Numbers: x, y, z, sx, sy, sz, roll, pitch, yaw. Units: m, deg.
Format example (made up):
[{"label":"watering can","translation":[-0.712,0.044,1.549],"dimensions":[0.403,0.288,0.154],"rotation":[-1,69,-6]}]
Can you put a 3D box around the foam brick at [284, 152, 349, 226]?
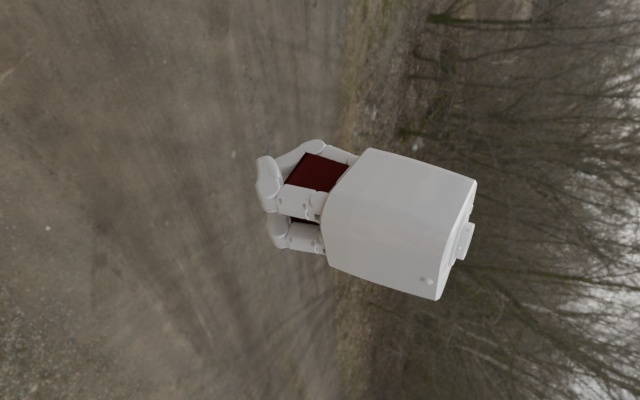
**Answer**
[{"label":"foam brick","translation":[0.000,0.002,0.472],"dimensions":[0.051,0.053,0.078],"rotation":[20,-32,22]}]
